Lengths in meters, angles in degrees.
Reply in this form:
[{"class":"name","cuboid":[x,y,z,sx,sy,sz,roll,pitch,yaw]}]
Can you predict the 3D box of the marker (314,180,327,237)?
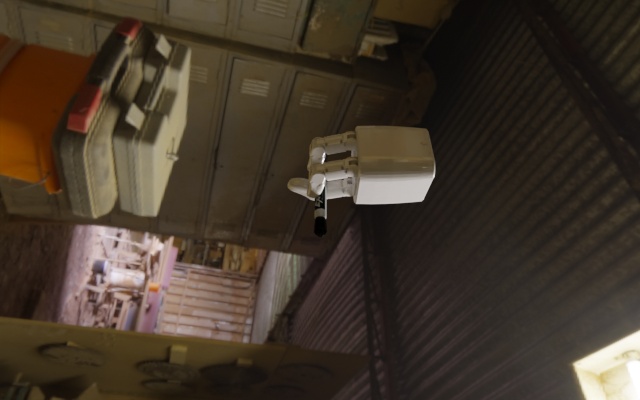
[{"class":"marker","cuboid":[0.000,0.002,0.703,0.020,0.121,0.020,0,-40,0]}]
